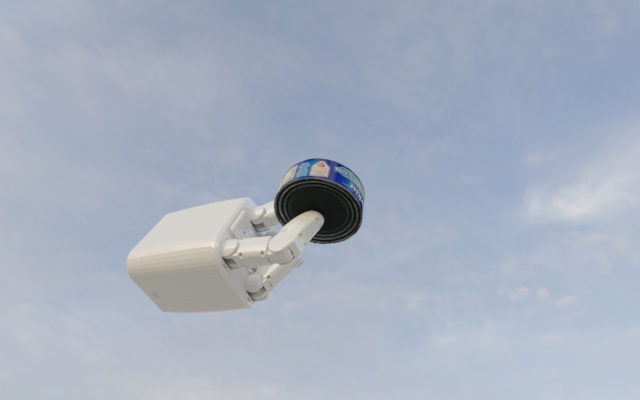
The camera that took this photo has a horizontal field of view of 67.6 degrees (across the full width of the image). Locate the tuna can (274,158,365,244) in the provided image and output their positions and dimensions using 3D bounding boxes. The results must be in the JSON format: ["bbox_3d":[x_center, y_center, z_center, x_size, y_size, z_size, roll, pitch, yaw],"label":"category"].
[{"bbox_3d":[0.000,0.001,0.464,0.086,0.086,0.033,0,42,14],"label":"tuna can"}]
